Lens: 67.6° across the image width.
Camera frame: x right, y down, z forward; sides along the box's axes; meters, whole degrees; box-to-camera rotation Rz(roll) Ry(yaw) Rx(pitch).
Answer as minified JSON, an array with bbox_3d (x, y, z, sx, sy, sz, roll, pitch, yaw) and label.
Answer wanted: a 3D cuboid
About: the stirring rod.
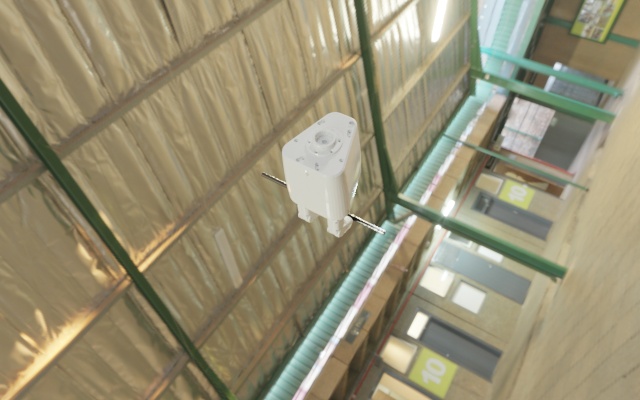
[{"bbox_3d":[0.000,0.003,0.797,0.239,0.011,0.011,26,9,20],"label":"stirring rod"}]
